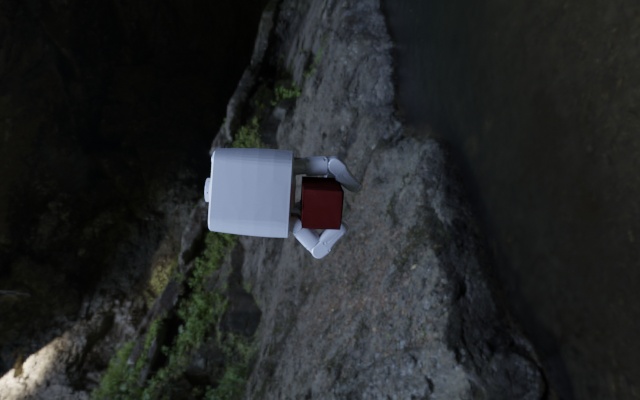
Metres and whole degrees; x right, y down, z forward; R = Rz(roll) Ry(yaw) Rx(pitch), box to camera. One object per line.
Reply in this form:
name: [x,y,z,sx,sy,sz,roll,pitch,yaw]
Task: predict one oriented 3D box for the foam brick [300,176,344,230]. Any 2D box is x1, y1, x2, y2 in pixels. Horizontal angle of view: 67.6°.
foam brick: [0.000,0.002,0.628,0.051,0.053,0.078,3,14,-4]
